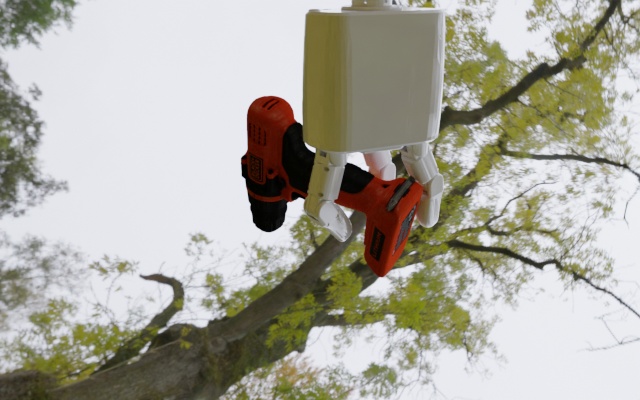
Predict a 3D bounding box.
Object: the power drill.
[{"bbox_3d":[0.001,0.002,0.493,0.187,0.185,0.057,27,52,18],"label":"power drill"}]
